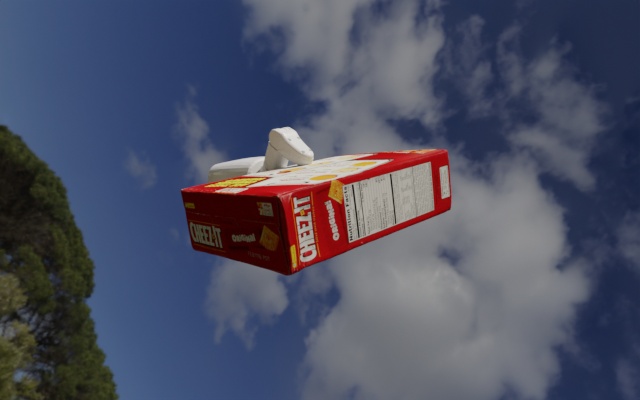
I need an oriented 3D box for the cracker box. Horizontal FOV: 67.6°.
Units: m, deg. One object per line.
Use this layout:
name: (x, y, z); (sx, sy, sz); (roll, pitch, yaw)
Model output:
cracker box: (0.000, 0.001, 0.472); (0.213, 0.072, 0.164); (-17, 13, -39)
